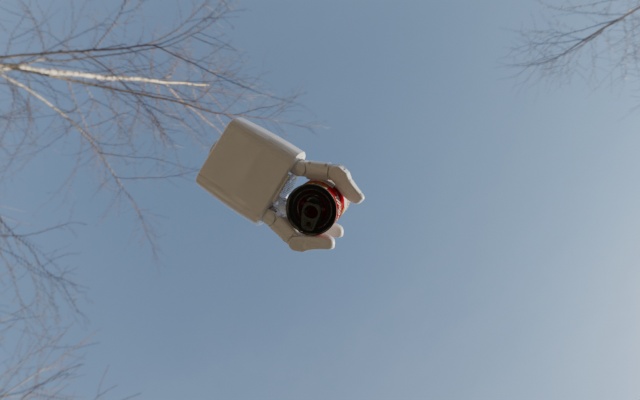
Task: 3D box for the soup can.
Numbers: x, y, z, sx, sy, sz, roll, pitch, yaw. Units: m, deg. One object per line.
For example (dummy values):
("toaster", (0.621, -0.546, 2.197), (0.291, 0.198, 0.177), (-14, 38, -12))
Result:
("soup can", (0.001, 0.002, 0.651), (0.068, 0.068, 0.102), (0, 11, 15))
